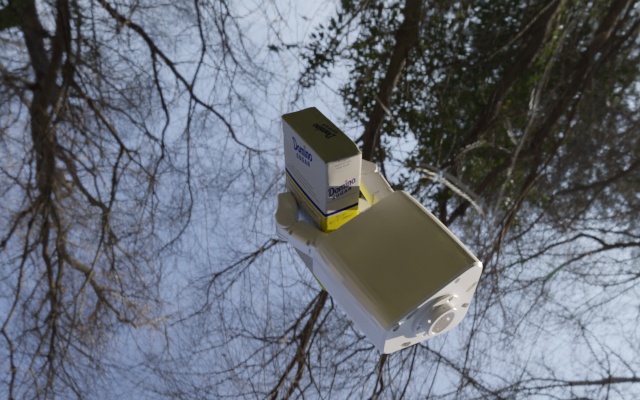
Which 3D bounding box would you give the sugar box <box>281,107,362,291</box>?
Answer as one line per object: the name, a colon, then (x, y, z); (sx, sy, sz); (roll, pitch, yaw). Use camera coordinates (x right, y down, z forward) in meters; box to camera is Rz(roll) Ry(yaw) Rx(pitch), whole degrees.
sugar box: (0.001, 0.002, 0.501); (0.048, 0.176, 0.093); (-18, 45, -23)
